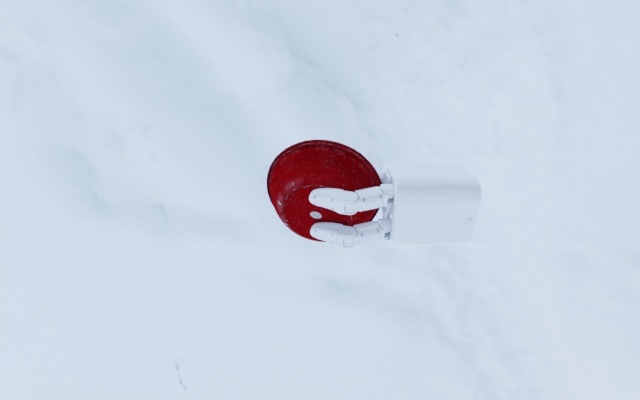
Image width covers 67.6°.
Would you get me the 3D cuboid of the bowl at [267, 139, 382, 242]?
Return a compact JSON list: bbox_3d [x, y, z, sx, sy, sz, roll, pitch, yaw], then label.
[{"bbox_3d":[-0.001,0.002,0.634,0.162,0.162,0.055,0,36,12],"label":"bowl"}]
